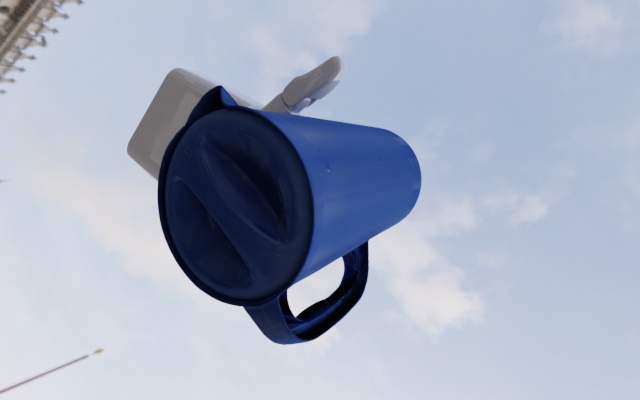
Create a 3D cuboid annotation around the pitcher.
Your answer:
[{"bbox_3d":[0.000,0.001,0.407,0.145,0.149,0.243,31,22,24],"label":"pitcher"}]
